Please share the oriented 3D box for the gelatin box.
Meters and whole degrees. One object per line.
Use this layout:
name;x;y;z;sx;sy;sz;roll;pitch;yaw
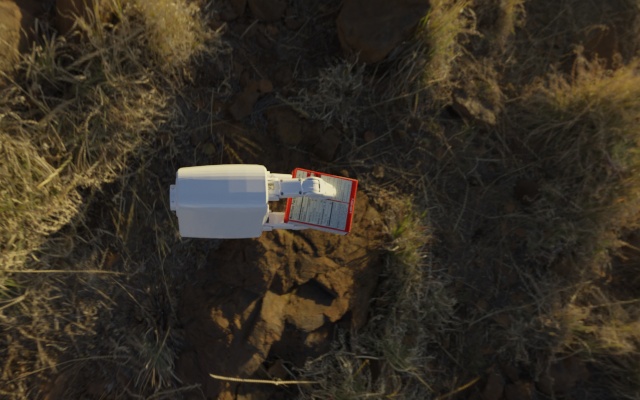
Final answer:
gelatin box;0.001;0.002;0.641;0.089;0.073;0.030;11;-14;-7
